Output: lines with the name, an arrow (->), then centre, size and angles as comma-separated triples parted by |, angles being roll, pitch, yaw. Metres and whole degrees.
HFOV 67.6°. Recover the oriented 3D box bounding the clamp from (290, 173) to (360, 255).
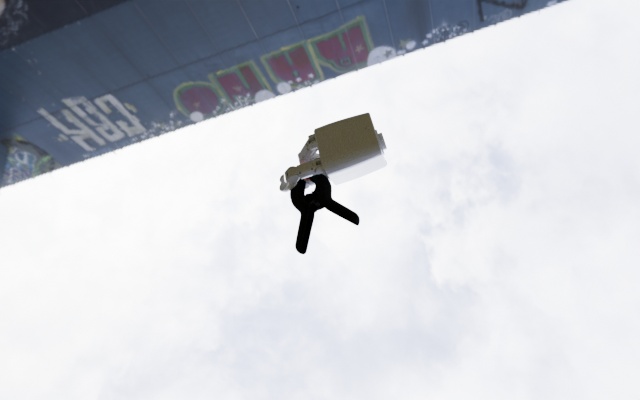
clamp -> 0.000, 0.003, 0.843 | 0.120, 0.171, 0.039 | -18, -32, 9
